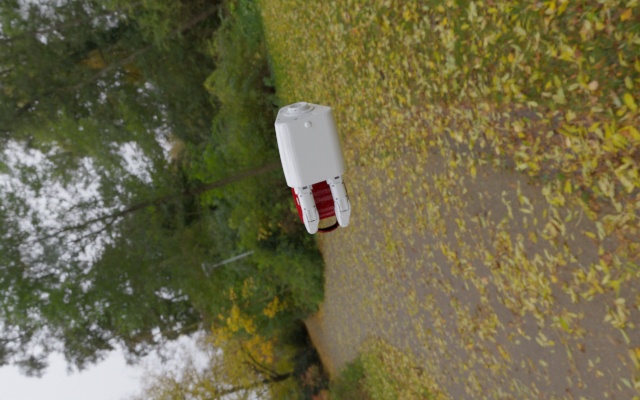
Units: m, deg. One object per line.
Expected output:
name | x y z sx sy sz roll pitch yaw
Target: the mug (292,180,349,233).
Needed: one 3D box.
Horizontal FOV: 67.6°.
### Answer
mug | 0.000 0.004 0.837 0.081 0.117 0.093 -16 24 -8
